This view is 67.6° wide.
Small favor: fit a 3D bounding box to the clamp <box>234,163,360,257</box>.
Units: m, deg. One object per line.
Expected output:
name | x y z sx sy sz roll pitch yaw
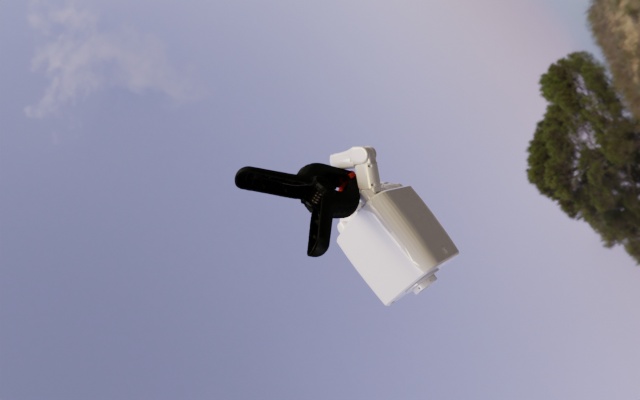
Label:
clamp | 0.000 0.002 0.521 0.171 0.120 0.039 -14 -29 -50
